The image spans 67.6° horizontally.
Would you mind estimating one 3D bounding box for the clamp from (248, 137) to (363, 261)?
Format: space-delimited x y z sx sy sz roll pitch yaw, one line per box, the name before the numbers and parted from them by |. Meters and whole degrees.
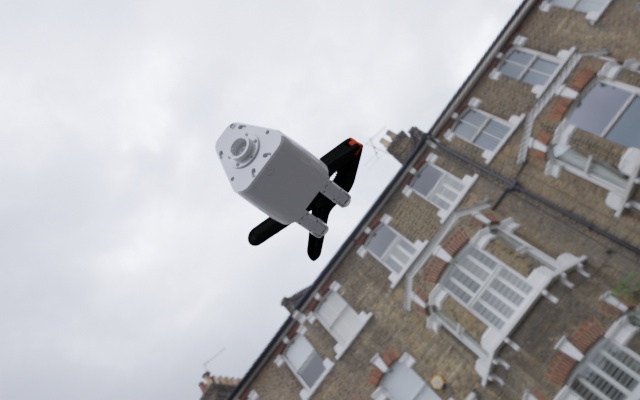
clamp | 0.000 0.001 0.724 0.036 0.210 0.165 39 2 35
